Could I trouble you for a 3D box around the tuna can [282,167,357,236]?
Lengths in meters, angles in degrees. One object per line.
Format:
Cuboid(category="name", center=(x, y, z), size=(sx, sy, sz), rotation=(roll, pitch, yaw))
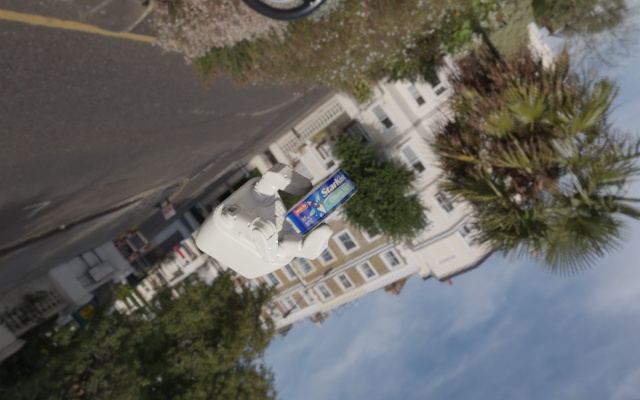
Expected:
Cuboid(category="tuna can", center=(0.000, 0.002, 0.539), size=(0.086, 0.034, 0.086), rotation=(-40, 1, 1))
